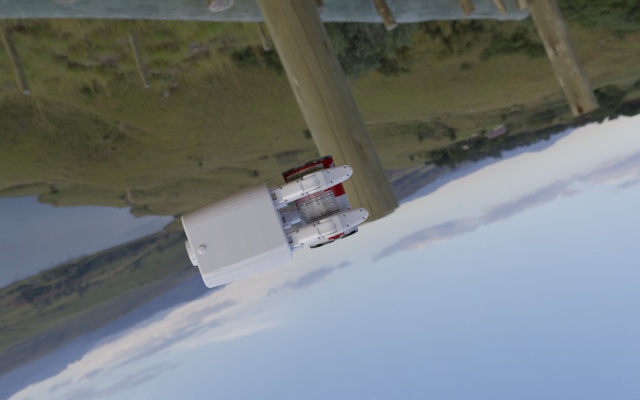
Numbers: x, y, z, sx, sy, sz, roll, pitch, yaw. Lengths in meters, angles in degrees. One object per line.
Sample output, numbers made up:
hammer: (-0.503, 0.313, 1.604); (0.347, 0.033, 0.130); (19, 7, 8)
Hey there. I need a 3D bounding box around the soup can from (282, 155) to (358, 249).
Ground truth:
soup can: (0.001, 0.002, 0.603); (0.068, 0.102, 0.068); (-20, 0, 0)
